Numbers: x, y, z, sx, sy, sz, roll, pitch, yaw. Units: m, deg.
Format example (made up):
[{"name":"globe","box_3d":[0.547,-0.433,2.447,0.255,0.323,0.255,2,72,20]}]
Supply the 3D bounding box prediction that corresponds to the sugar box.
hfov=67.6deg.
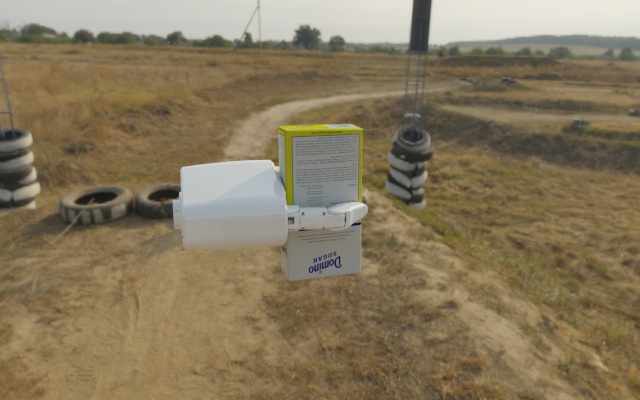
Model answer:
[{"name":"sugar box","box_3d":[0.000,0.002,0.559,0.093,0.176,0.048,-4,18,-16]}]
